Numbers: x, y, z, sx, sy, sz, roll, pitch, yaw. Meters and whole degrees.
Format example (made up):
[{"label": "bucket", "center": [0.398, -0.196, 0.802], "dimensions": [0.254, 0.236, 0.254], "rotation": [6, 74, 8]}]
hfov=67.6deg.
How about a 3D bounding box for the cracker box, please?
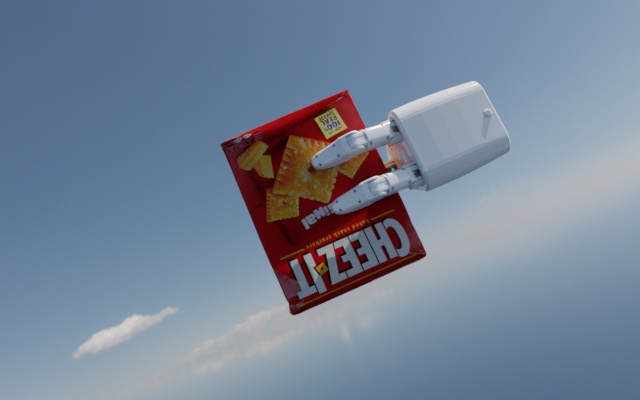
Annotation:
[{"label": "cracker box", "center": [0.000, 0.002, 0.555], "dimensions": [0.164, 0.213, 0.072], "rotation": [-23, -11, -6]}]
